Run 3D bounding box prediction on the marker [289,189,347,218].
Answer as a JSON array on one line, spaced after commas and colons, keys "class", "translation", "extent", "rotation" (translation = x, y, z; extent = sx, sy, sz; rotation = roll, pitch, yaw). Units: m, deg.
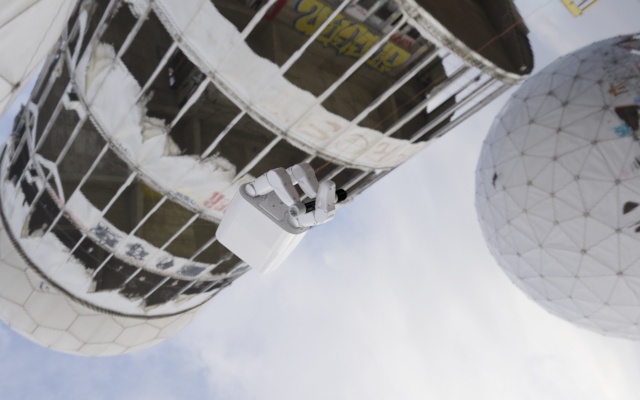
[{"class": "marker", "translation": [0.000, 0.002, 0.678], "extent": [0.020, 0.020, 0.121], "rotation": [0, 12, 37]}]
